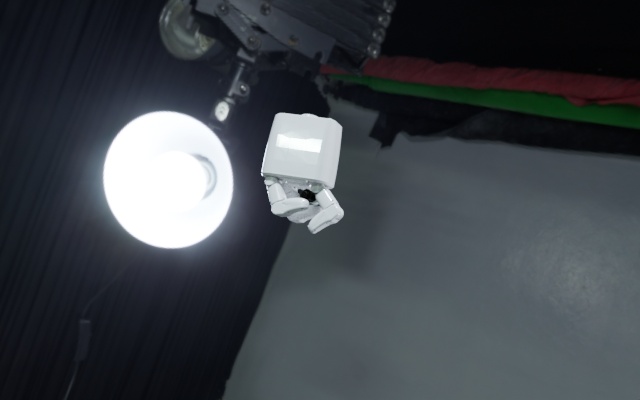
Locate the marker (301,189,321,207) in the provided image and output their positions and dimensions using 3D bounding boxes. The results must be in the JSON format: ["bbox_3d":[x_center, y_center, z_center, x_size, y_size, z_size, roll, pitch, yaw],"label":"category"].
[{"bbox_3d":[0.000,0.003,0.786,0.020,0.020,0.121,0,-12,25],"label":"marker"}]
